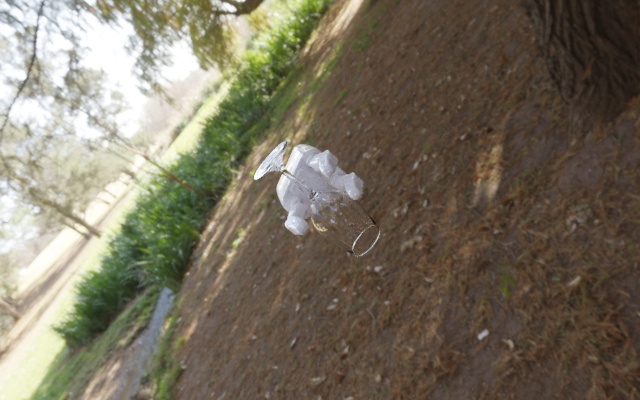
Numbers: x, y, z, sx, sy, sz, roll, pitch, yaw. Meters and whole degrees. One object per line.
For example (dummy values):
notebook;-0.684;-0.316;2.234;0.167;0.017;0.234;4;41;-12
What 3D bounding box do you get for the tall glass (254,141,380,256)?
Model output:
tall glass;0.000;0.002;0.723;0.201;0.079;0.079;40;-15;-18
